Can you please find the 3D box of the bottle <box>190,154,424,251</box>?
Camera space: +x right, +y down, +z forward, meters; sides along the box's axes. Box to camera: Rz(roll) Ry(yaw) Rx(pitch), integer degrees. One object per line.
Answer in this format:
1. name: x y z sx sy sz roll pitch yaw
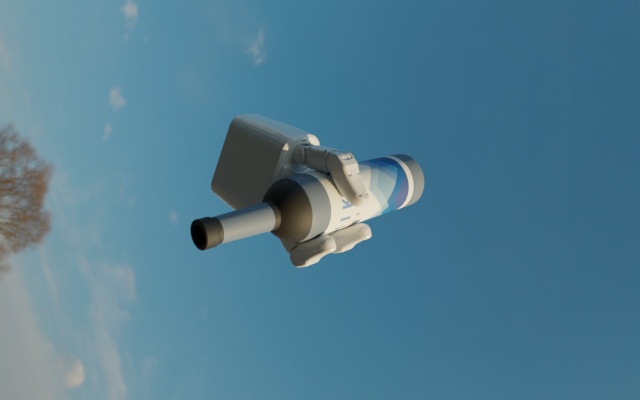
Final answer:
1. bottle: 0.000 0.002 0.504 0.295 0.069 0.069 -15 10 -43
